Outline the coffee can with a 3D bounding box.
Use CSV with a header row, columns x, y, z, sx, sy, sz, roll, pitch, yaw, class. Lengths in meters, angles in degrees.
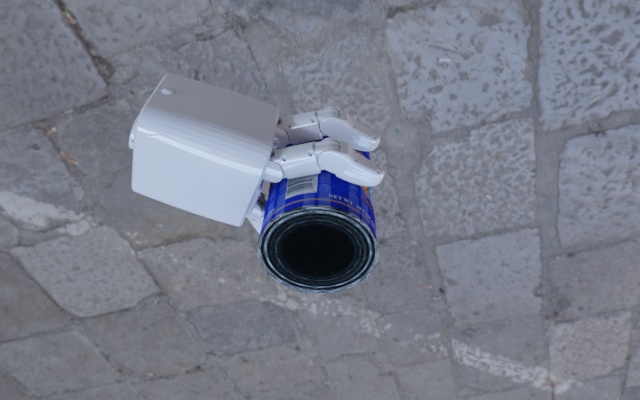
x,y,z,sx,sy,sz,roll,pitch,yaw,class
0.000,0.001,0.453,0.103,0.103,0.140,0,39,2,coffee can
